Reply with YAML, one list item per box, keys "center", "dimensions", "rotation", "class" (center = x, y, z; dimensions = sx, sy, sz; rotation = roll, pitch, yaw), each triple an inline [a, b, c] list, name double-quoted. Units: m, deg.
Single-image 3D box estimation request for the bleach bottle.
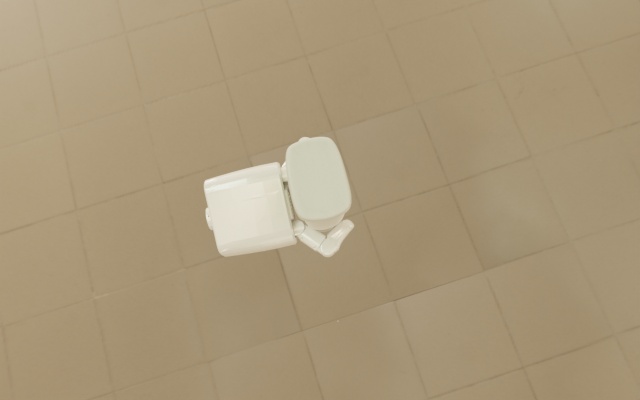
- center: [0.000, 0.002, 0.660]
  dimensions: [0.068, 0.102, 0.251]
  rotation: [-13, -14, -1]
  class: "bleach bottle"
